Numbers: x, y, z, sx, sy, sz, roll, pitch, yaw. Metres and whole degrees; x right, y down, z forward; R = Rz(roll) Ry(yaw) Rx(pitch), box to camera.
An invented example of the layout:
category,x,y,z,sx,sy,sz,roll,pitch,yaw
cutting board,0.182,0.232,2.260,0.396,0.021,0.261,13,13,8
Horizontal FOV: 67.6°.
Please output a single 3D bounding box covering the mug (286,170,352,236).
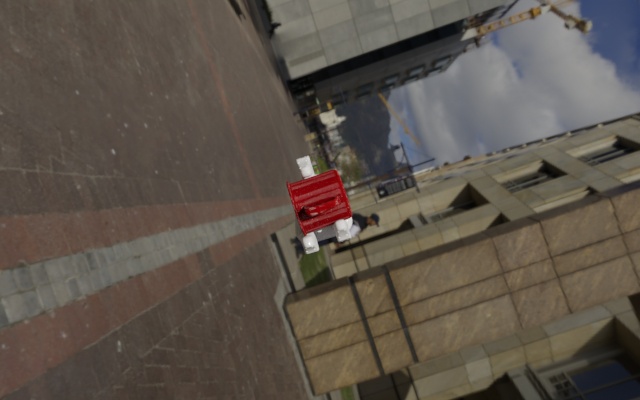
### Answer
category,x,y,z,sx,sy,sz,roll,pitch,yaw
mug,0.000,0.002,0.736,0.081,0.093,0.117,-19,6,1
